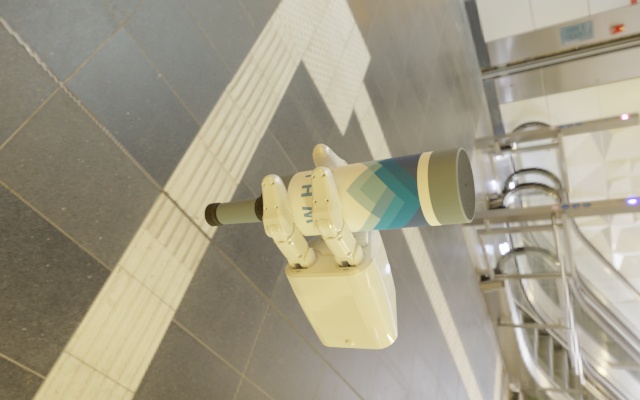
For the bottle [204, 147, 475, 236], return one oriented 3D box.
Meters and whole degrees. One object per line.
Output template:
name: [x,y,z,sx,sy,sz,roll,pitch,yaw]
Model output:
bottle: [0.000,0.001,0.488,0.296,0.069,0.069,-7,-3,29]
